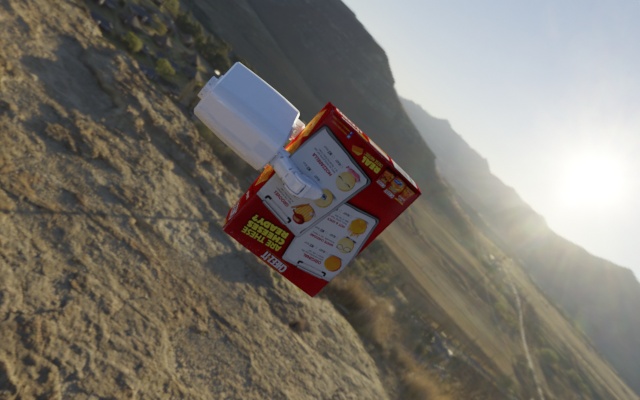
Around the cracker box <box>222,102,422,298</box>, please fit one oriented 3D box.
[{"bbox_3d":[0.000,0.002,0.648,0.164,0.214,0.072,40,15,-16],"label":"cracker box"}]
